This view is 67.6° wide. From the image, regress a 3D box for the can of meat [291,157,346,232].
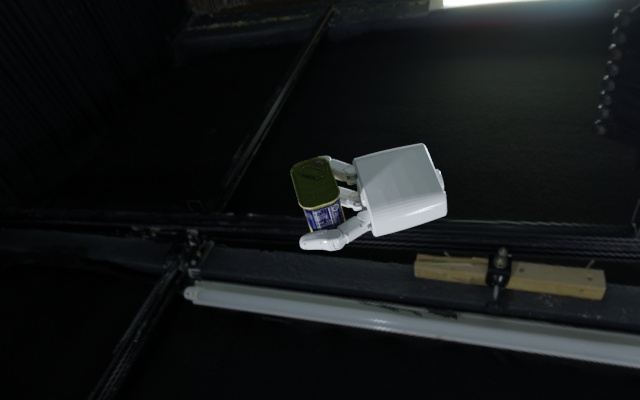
[{"bbox_3d":[0.000,0.003,0.685,0.057,0.084,0.102,-18,43,-1],"label":"can of meat"}]
